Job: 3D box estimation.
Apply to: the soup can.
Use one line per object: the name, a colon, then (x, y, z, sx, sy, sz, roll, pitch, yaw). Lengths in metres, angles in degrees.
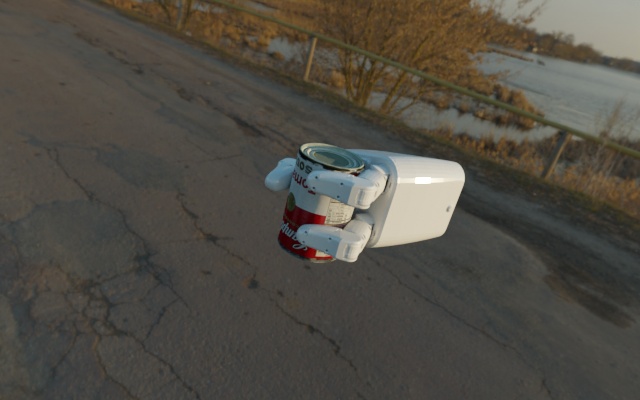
soup can: (0.000, 0.001, 0.478, 0.068, 0.102, 0.068, 12, 24, -5)
